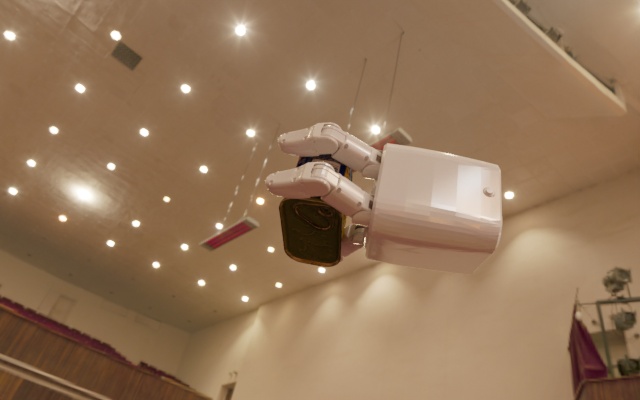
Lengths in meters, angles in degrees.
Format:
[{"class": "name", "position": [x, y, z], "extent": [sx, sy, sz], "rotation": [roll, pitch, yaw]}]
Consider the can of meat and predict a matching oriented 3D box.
[{"class": "can of meat", "position": [0.000, 0.001, 0.469], "extent": [0.057, 0.084, 0.102], "rotation": [9, -39, 9]}]
